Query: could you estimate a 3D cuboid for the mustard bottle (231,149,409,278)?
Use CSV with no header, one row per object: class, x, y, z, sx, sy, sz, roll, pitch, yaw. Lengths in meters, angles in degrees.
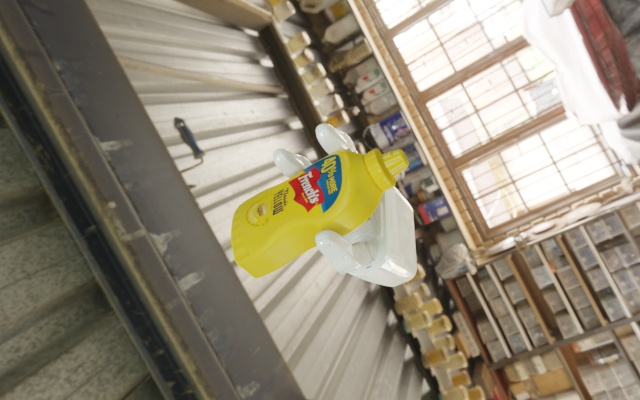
mustard bottle,0.000,0.002,0.481,0.191,0.096,0.058,-27,-54,20
